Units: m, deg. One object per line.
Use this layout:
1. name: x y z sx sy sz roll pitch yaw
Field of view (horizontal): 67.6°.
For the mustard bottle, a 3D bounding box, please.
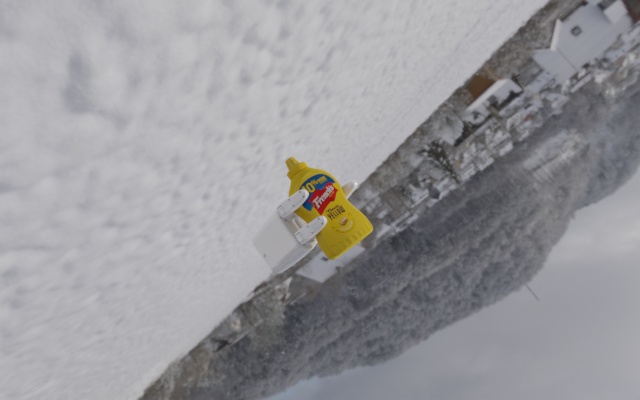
1. mustard bottle: 0.000 0.003 0.839 0.096 0.191 0.058 -33 -9 -25
